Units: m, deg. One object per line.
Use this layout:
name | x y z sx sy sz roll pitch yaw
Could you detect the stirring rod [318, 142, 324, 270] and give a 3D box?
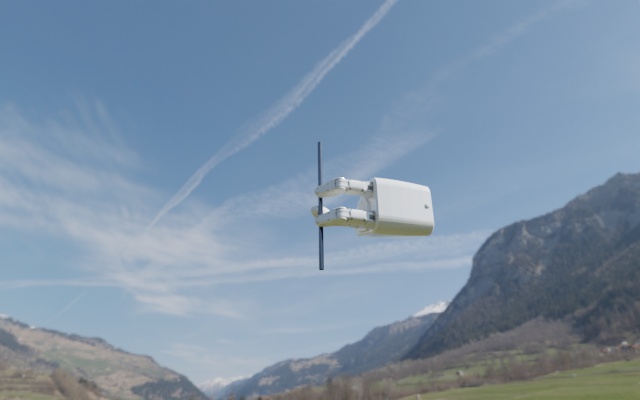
stirring rod | 0.000 0.003 0.820 0.011 0.239 0.011 -1 -26 0
